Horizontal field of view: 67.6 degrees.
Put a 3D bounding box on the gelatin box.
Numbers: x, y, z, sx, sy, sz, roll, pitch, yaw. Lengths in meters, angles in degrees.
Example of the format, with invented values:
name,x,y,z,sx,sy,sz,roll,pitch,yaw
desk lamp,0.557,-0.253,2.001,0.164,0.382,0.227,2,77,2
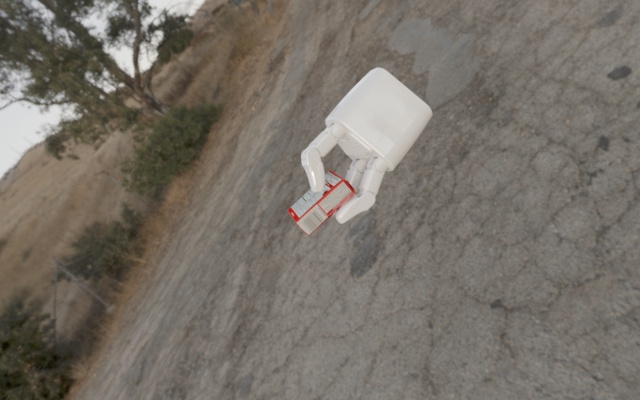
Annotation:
name,x,y,z,sx,sy,sz,roll,pitch,yaw
gelatin box,0.000,0.002,0.664,0.089,0.030,0.073,-42,18,-2
